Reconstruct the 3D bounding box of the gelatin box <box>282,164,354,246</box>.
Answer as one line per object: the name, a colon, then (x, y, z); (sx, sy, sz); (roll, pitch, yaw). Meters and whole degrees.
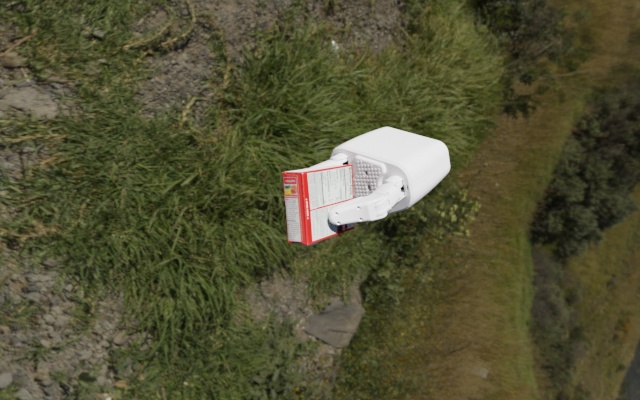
gelatin box: (0.000, 0.002, 0.503); (0.030, 0.073, 0.089); (3, 11, 37)
